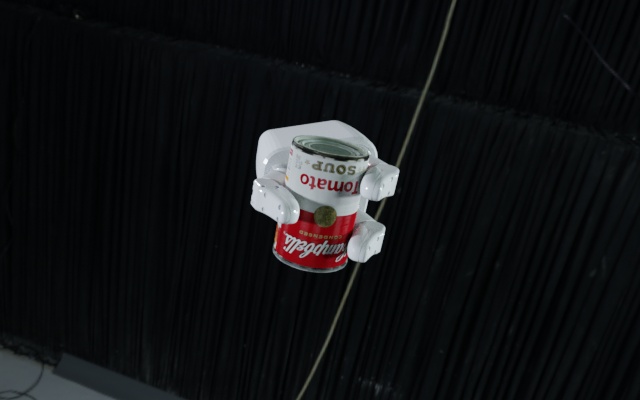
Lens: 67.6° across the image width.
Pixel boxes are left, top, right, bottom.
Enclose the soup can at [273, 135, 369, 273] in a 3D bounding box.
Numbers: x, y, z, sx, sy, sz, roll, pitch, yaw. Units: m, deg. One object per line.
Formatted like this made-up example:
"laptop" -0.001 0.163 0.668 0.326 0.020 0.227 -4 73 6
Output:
"soup can" 0.000 0.001 0.412 0.068 0.102 0.068 10 19 -3
